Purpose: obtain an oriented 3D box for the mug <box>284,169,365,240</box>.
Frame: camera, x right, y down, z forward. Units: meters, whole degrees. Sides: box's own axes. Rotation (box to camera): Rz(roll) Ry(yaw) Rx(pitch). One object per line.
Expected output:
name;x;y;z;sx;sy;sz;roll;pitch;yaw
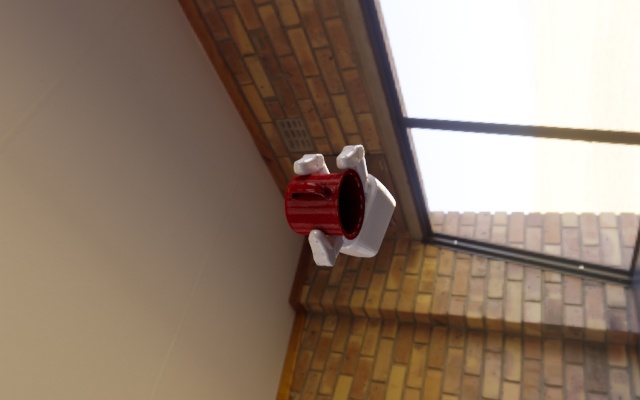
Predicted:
mug;-0.001;0.002;0.625;0.081;0.093;0.117;-1;-16;26
